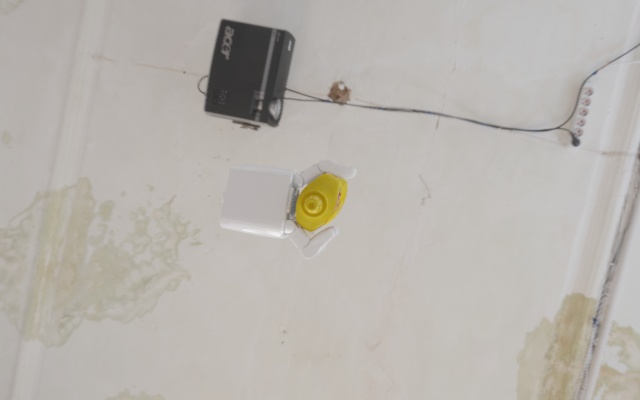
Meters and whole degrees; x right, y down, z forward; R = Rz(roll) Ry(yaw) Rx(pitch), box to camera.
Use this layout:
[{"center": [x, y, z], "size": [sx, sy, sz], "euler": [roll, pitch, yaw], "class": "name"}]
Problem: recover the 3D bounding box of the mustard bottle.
[{"center": [0.000, 0.003, 0.768], "size": [0.058, 0.096, 0.191], "euler": [32, 6, 6], "class": "mustard bottle"}]
